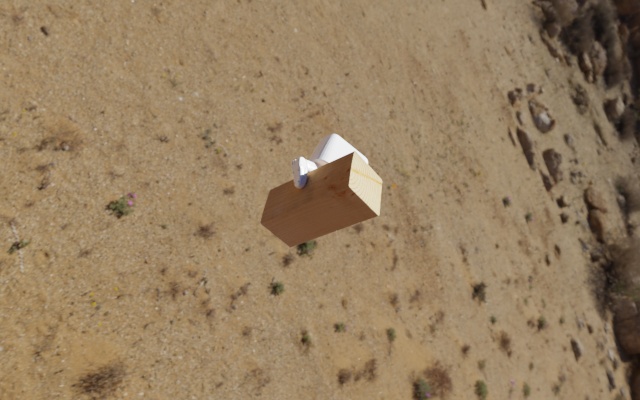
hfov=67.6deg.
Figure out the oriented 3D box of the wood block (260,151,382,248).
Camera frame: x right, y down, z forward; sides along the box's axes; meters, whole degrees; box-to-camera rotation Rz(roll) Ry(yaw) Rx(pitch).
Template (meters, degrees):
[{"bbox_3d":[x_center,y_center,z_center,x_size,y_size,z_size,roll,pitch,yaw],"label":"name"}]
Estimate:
[{"bbox_3d":[0.000,0.002,0.879,0.206,0.090,0.091,-23,-51,33],"label":"wood block"}]
